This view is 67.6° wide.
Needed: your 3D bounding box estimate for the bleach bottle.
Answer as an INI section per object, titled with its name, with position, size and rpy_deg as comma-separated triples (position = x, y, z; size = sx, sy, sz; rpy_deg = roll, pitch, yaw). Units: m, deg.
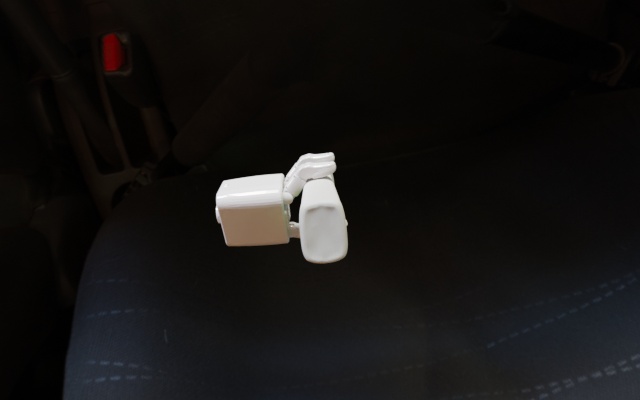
[bleach bottle]
position = 0.000, 0.003, 0.796
size = 0.068, 0.103, 0.250
rpy_deg = -5, 20, 0
